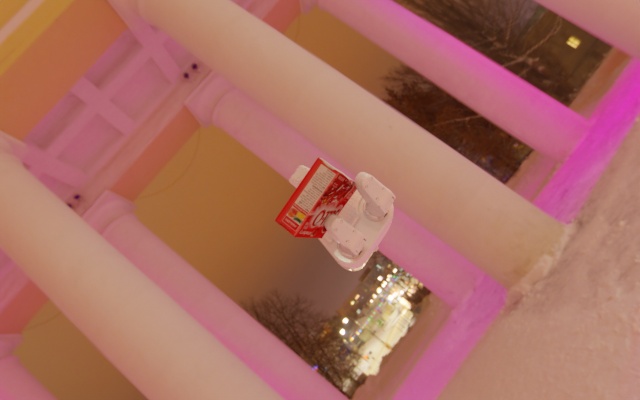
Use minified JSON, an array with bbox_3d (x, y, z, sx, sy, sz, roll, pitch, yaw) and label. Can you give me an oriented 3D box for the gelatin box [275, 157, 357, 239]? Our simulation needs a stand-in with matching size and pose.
[{"bbox_3d":[0.000,0.001,0.477,0.030,0.073,0.089,37,5,17],"label":"gelatin box"}]
